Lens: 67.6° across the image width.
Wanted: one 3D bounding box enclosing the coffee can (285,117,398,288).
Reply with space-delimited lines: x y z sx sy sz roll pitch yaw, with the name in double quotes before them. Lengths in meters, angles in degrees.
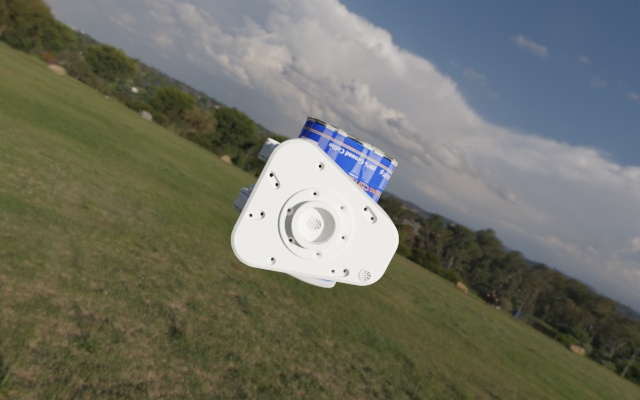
"coffee can" 0.000 0.002 0.484 0.103 0.140 0.103 27 3 -2
